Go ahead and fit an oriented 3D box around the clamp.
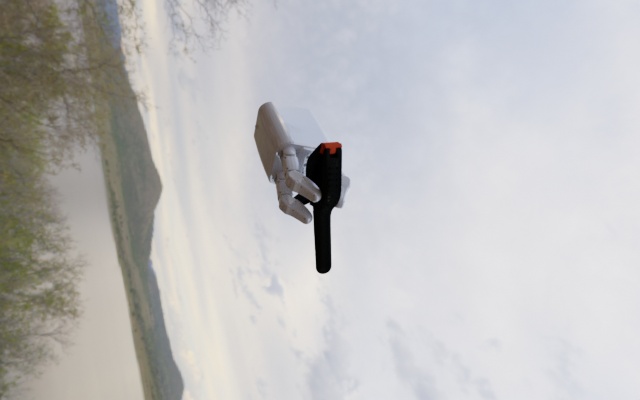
[{"bbox_3d":[0.001,0.002,0.742,0.036,0.164,0.210,-7,-37,-23],"label":"clamp"}]
